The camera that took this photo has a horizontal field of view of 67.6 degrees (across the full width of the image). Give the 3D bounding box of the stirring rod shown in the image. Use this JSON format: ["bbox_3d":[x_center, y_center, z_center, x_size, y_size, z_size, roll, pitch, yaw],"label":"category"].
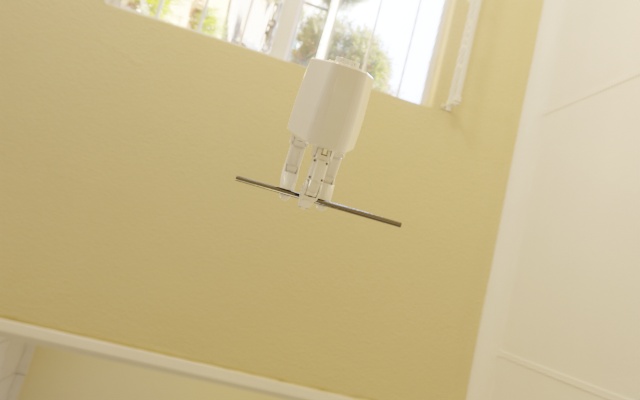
[{"bbox_3d":[0.000,0.002,0.663,0.239,0.011,0.011,16,-3,-9],"label":"stirring rod"}]
